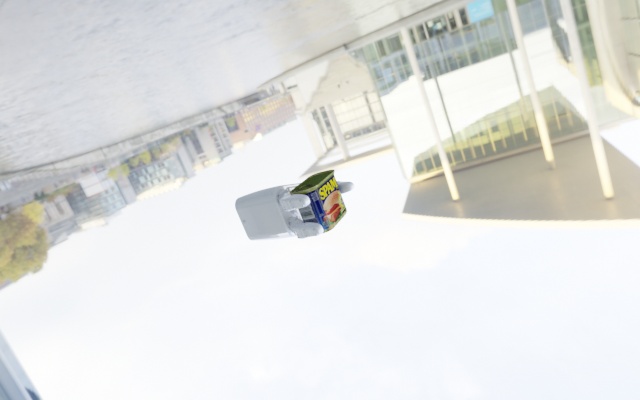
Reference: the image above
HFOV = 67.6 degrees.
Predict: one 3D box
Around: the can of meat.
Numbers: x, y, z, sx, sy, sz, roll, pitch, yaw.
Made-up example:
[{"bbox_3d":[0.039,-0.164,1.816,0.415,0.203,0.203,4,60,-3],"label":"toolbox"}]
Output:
[{"bbox_3d":[0.000,0.003,0.845,0.057,0.084,0.102,-12,17,30],"label":"can of meat"}]
